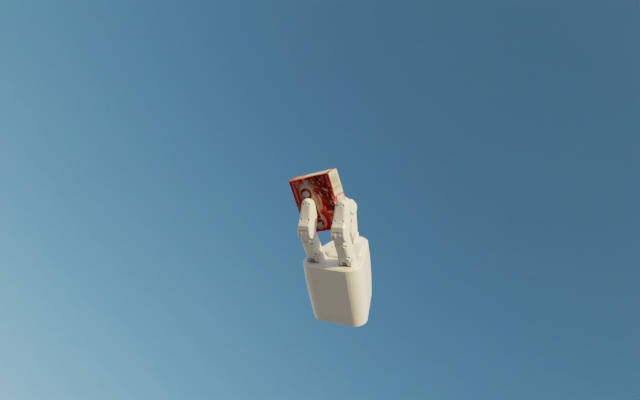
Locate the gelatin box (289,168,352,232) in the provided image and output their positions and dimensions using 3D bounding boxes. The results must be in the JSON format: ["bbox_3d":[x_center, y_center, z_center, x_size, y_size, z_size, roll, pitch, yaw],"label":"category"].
[{"bbox_3d":[0.000,0.002,0.725,0.073,0.089,0.030,-11,12,34],"label":"gelatin box"}]
